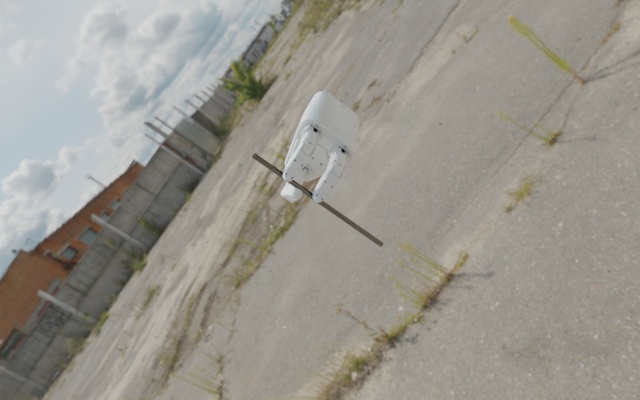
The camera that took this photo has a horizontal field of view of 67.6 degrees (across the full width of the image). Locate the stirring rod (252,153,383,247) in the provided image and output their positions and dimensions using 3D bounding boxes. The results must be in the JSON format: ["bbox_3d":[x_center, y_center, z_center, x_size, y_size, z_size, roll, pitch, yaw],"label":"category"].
[{"bbox_3d":[0.000,0.002,0.709,0.239,0.011,0.011,35,-11,-16],"label":"stirring rod"}]
